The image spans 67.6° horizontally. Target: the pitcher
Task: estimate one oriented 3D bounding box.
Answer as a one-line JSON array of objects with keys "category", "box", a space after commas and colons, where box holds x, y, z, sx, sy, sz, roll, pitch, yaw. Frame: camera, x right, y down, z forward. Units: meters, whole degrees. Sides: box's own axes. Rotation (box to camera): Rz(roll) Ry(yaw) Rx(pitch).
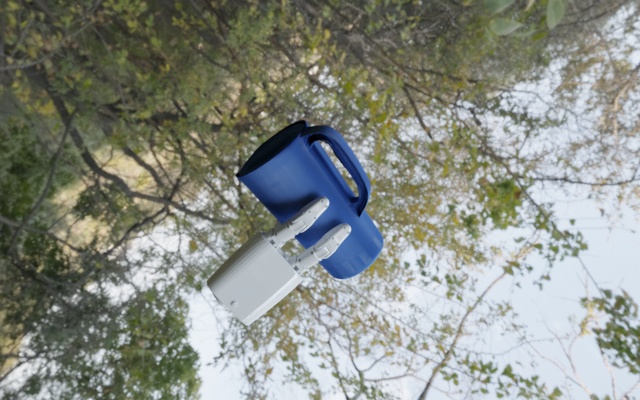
[{"category": "pitcher", "box": [0.000, 0.003, 0.739, 0.145, 0.243, 0.149, -42, 20, -9]}]
